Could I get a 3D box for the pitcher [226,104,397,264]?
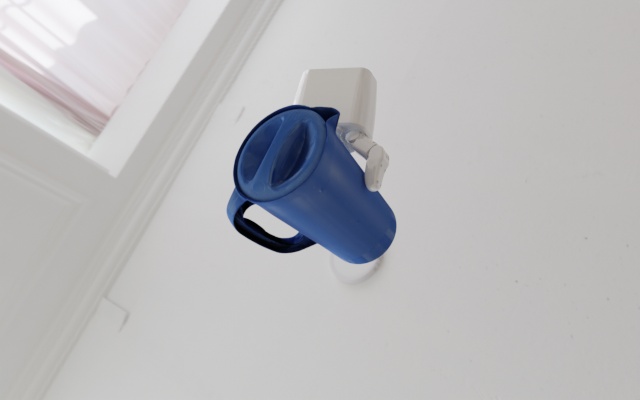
[{"bbox_3d":[0.000,0.002,0.635,0.149,0.145,0.243,-8,-32,30],"label":"pitcher"}]
